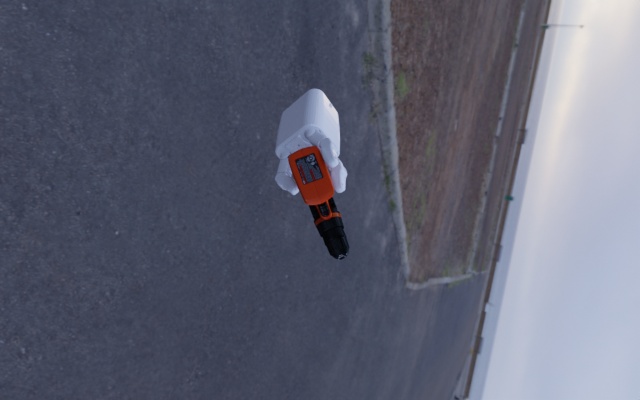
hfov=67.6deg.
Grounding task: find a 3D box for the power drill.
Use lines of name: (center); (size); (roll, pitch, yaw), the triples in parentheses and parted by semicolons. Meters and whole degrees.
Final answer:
power drill: (0.000, 0.002, 0.852); (0.057, 0.184, 0.188); (-22, -23, -2)
